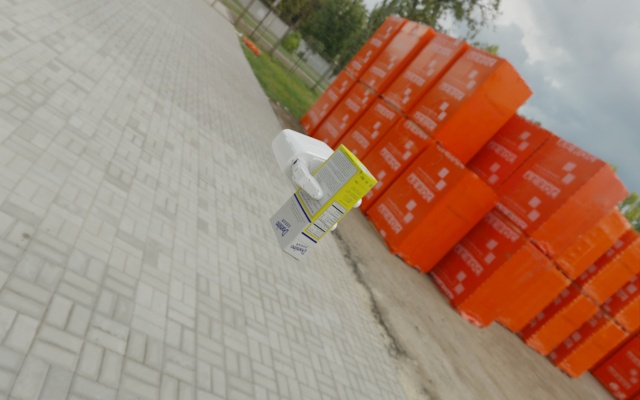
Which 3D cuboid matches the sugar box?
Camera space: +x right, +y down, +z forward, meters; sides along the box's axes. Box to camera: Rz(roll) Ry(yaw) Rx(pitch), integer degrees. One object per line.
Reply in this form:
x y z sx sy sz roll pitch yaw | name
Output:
0.001 0.003 0.760 0.048 0.176 0.093 35 14 -34 | sugar box
